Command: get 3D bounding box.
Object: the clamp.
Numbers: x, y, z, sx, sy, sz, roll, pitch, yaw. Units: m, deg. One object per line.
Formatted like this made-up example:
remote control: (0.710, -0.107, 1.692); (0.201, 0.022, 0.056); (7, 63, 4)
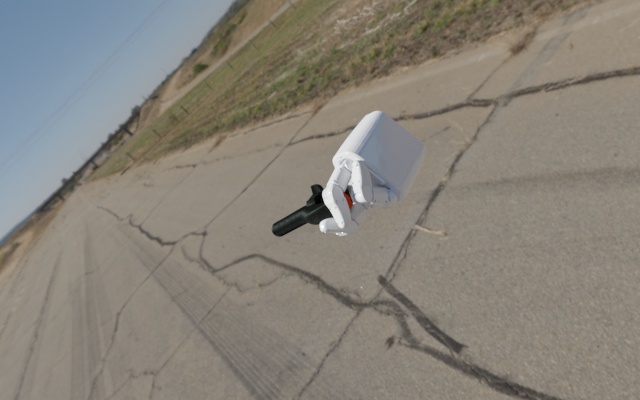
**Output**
clamp: (0.000, 0.002, 0.754); (0.039, 0.120, 0.171); (47, -35, -20)
